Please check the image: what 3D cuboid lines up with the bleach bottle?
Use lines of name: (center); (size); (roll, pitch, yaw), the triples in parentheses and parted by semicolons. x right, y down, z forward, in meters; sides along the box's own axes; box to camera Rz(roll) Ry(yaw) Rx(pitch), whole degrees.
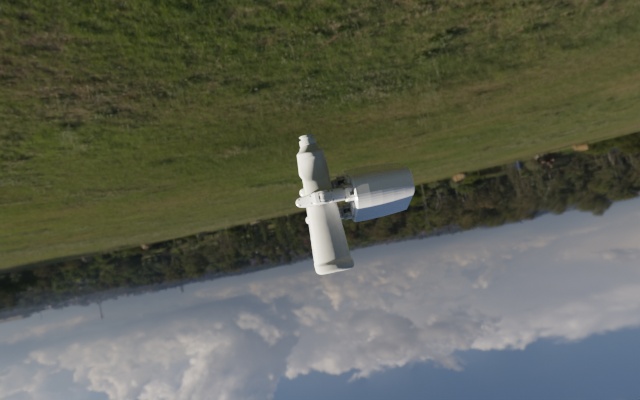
bleach bottle: (0.000, 0.003, 0.863); (0.068, 0.251, 0.102); (-11, -5, -5)
